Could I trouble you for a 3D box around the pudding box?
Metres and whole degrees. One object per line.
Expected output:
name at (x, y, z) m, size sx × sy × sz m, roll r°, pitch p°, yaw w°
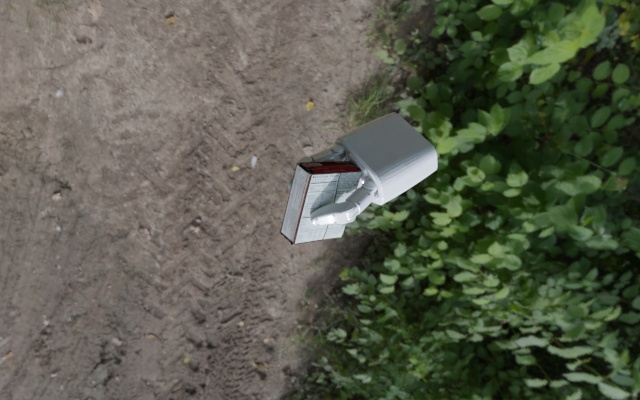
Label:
pudding box at (0.000, 0.002, 0.658) m, size 0.090 × 0.113 × 0.039 m, roll -5°, pitch 30°, yaw -37°
